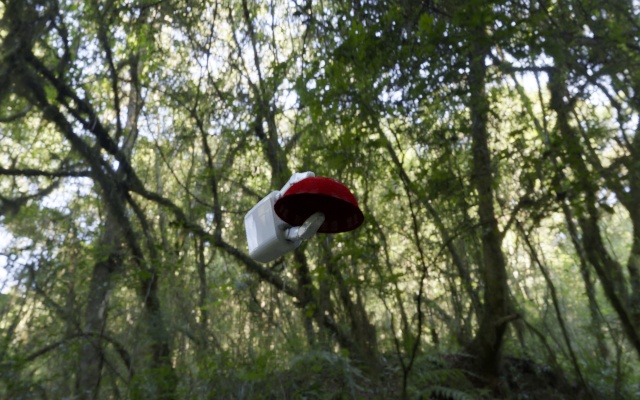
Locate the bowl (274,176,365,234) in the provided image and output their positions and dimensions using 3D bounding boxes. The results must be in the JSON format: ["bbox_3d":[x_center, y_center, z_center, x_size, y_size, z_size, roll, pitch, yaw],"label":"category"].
[{"bbox_3d":[0.001,0.002,0.857,0.162,0.055,0.162,7,-27,3],"label":"bowl"}]
